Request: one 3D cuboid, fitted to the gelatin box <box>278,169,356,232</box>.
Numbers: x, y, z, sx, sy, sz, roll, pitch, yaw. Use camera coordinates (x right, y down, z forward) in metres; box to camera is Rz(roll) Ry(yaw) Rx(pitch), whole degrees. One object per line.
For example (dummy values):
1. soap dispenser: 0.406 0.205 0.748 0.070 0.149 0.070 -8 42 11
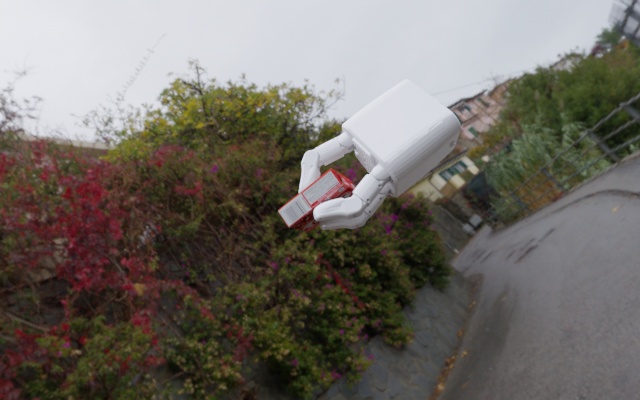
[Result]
1. gelatin box: 0.000 0.002 0.607 0.089 0.030 0.073 -38 -18 10
